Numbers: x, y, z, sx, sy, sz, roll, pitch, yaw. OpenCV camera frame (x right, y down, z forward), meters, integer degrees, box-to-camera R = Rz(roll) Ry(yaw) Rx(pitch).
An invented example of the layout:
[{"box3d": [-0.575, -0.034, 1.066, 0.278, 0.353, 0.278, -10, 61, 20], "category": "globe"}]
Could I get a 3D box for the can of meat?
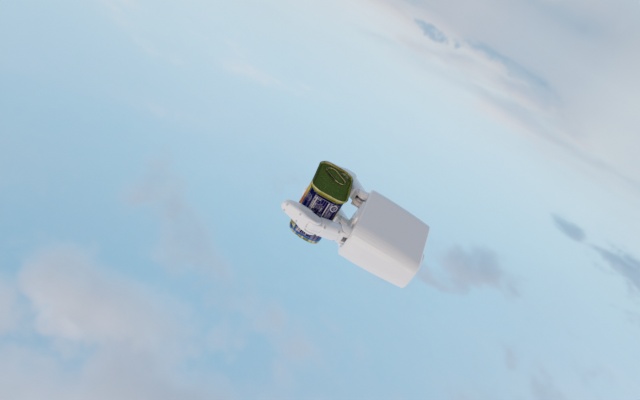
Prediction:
[{"box3d": [0.000, 0.003, 0.698, 0.057, 0.084, 0.102, 29, 28, -5], "category": "can of meat"}]
